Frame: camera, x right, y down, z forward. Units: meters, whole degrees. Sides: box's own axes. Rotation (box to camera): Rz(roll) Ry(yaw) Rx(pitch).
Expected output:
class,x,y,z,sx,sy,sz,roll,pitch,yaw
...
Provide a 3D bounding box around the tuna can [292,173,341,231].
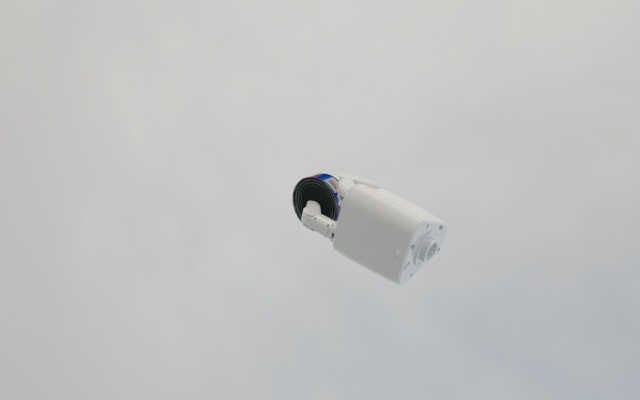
class,x,y,z,sx,sy,sz,roll,pitch,yaw
tuna can,0.000,0.002,0.724,0.086,0.086,0.033,0,14,40
